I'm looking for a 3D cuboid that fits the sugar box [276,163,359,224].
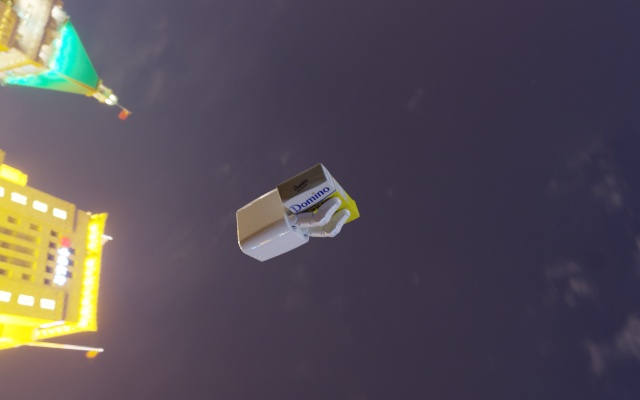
[{"bbox_3d":[0.000,0.003,0.892,0.093,0.048,0.176,-27,-28,13],"label":"sugar box"}]
